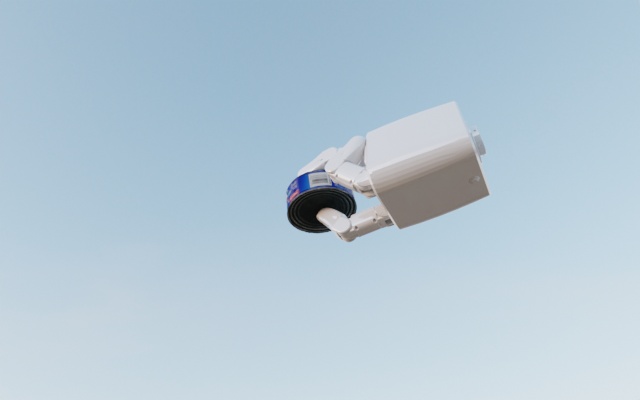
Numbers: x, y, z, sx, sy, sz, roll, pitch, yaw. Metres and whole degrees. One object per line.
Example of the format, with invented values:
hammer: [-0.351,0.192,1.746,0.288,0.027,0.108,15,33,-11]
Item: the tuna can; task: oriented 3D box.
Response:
tuna can: [0.000,0.002,0.589,0.086,0.033,0.086,-5,-40,-4]
